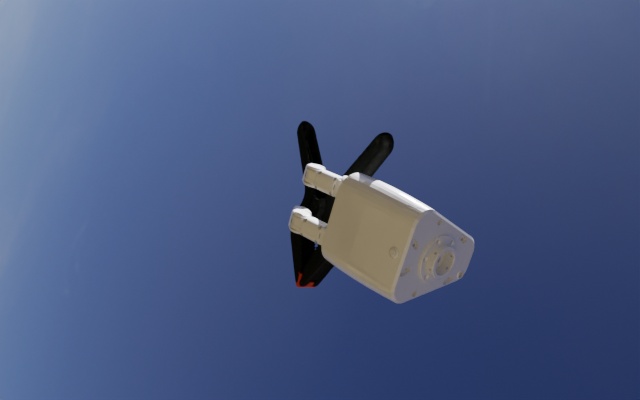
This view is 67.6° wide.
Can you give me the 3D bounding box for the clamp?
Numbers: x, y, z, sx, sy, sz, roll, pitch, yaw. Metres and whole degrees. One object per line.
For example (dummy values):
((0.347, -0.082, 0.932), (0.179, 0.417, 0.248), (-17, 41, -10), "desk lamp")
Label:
((0.001, 0.003, 0.589), (0.036, 0.210, 0.164), (9, 13, -38), "clamp")
